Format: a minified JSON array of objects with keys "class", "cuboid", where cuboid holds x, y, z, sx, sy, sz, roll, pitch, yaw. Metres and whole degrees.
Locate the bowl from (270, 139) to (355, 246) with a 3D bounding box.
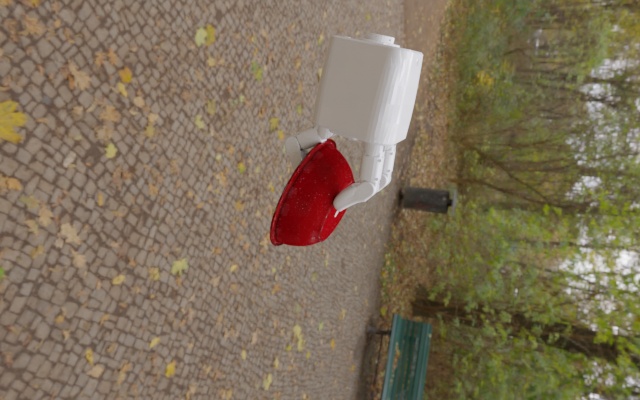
[{"class":"bowl","cuboid":[0.000,0.003,0.633,0.055,0.162,0.162,29,8,14]}]
